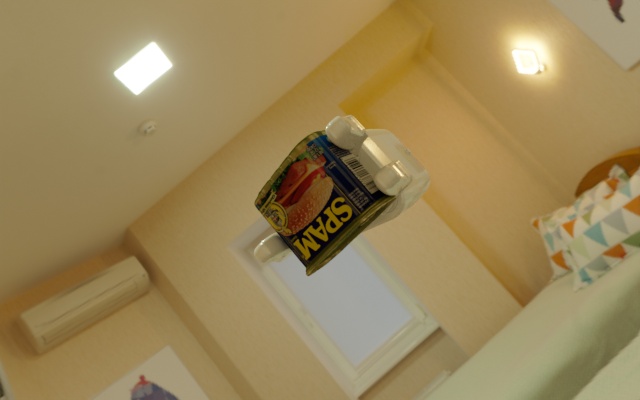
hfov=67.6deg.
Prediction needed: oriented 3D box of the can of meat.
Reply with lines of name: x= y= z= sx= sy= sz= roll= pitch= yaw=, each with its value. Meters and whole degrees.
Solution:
can of meat: x=0.000 y=0.001 z=0.416 sx=0.102 sy=0.084 sz=0.057 roll=-47 pitch=-12 yaw=33
